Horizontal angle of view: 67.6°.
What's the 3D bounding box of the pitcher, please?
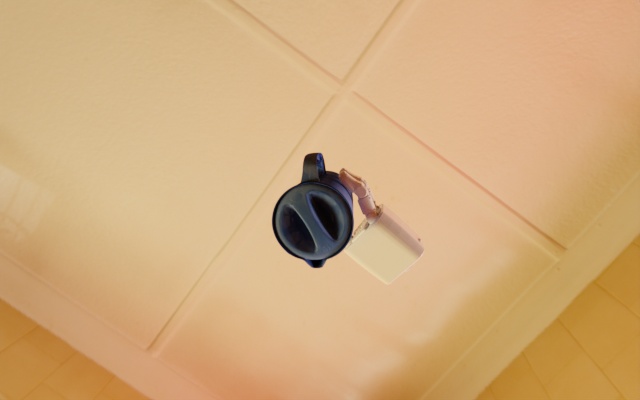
[{"bbox_3d":[0.000,0.003,0.873,0.145,0.149,0.242,40,13,-3],"label":"pitcher"}]
